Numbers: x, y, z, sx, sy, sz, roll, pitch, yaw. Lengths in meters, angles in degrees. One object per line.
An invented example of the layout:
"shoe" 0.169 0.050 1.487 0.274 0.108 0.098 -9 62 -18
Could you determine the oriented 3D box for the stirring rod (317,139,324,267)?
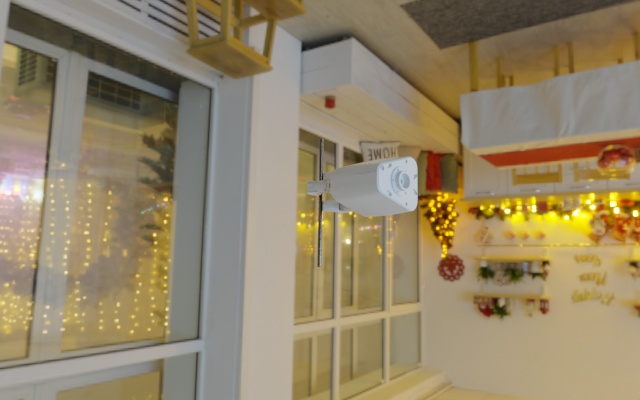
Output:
"stirring rod" 0.000 0.003 0.894 0.011 0.239 0.011 1 -7 0
